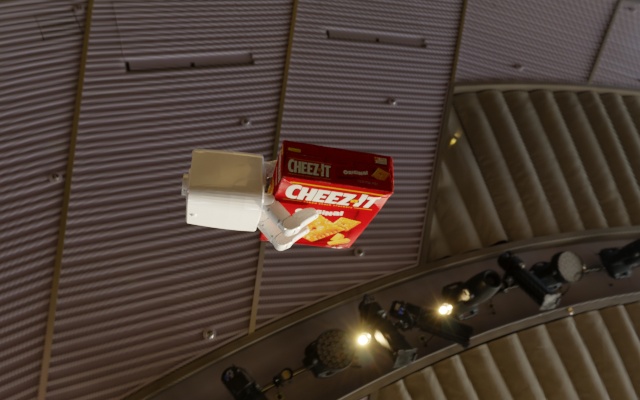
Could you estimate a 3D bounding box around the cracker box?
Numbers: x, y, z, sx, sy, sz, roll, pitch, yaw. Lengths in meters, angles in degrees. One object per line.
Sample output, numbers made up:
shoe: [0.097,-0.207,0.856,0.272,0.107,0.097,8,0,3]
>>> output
cracker box: [0.000,0.002,0.754,0.164,0.072,0.214,7,-29,-13]
